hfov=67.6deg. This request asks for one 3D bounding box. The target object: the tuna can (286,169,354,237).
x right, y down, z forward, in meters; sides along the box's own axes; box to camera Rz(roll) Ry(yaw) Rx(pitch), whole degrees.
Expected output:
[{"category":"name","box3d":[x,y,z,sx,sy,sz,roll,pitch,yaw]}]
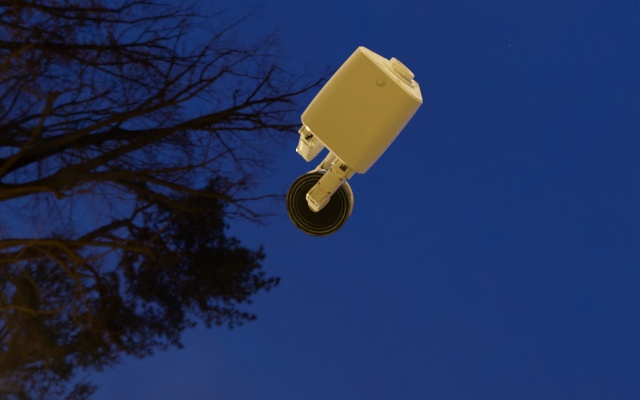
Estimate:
[{"category":"tuna can","box3d":[0.000,0.002,0.630,0.086,0.086,0.033,0,13,18]}]
